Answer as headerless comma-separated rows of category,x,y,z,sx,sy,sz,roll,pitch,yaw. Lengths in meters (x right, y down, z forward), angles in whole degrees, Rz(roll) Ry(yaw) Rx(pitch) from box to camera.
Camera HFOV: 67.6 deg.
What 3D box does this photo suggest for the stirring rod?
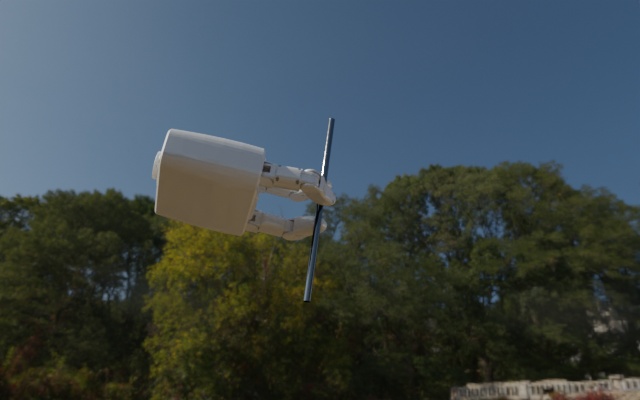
stirring rod,0.000,0.002,0.565,0.011,0.239,0.011,6,-27,3
